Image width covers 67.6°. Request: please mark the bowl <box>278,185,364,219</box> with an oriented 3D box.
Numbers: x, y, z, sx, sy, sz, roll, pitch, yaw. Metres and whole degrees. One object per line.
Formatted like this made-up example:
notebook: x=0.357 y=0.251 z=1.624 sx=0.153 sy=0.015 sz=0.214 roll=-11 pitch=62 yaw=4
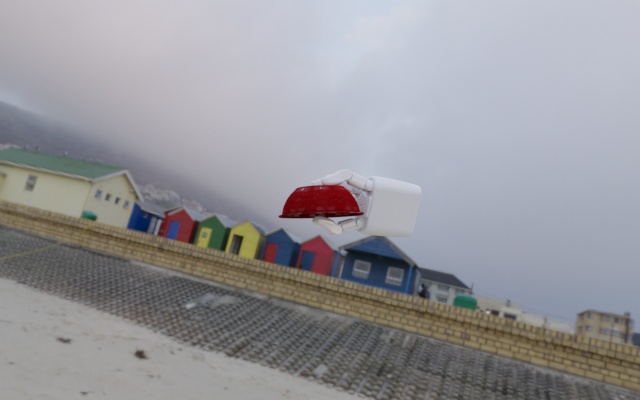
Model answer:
bowl: x=-0.001 y=0.002 z=0.898 sx=0.162 sy=0.055 sz=0.162 roll=-2 pitch=-5 yaw=0
